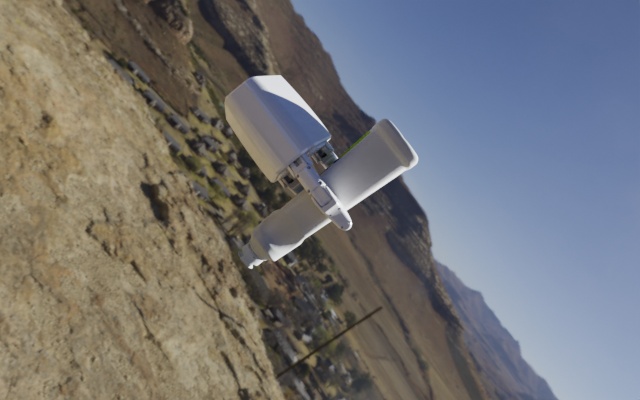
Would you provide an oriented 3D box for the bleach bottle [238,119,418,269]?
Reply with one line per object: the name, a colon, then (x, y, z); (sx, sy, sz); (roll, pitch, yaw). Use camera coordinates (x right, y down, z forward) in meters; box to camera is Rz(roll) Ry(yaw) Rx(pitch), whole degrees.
bleach bottle: (0.000, 0.002, 0.600); (0.251, 0.068, 0.102); (-38, 1, 6)
